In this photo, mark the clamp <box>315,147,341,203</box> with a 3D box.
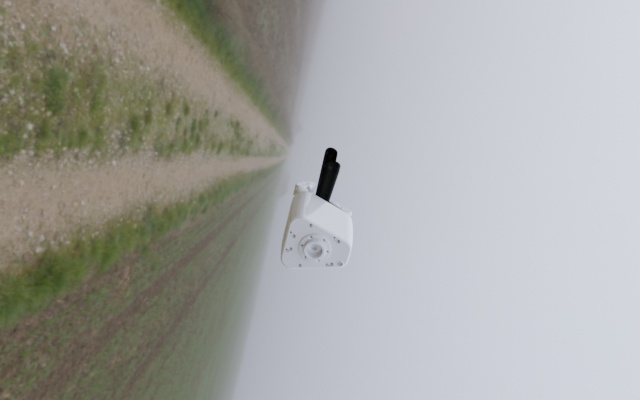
[{"bbox_3d":[0.001,0.004,0.893,0.036,0.210,0.164,14,21,-2],"label":"clamp"}]
